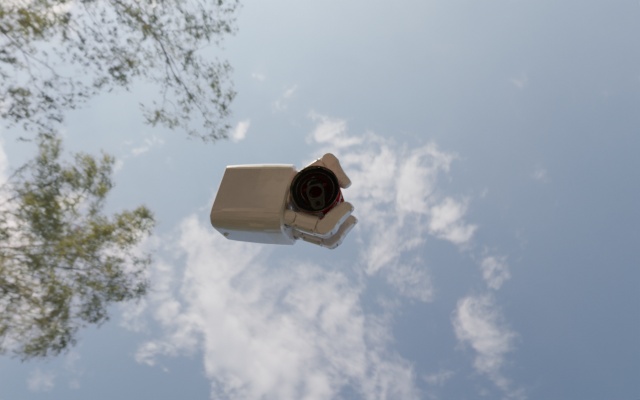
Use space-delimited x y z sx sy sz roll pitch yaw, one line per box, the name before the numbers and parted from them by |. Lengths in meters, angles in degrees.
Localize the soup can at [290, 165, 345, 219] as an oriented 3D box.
soup can | 0.001 0.002 0.684 0.068 0.068 0.102 0 -21 10
